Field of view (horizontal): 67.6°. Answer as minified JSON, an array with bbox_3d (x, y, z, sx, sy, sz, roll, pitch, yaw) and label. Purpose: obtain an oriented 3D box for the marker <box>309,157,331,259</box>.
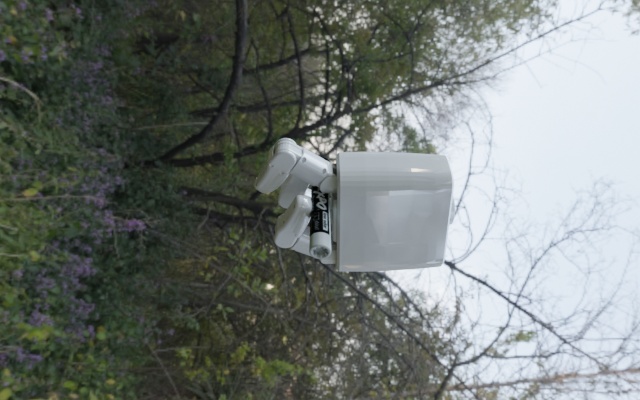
[{"bbox_3d":[0.000,0.001,0.444,0.020,0.020,0.121,0,44,0],"label":"marker"}]
